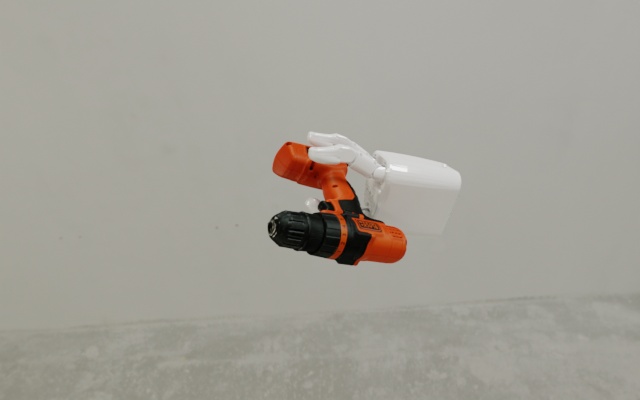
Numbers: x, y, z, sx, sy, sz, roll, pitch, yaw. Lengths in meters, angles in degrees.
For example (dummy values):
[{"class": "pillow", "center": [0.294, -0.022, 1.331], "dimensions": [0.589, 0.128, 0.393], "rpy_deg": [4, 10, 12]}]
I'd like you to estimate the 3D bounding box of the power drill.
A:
[{"class": "power drill", "center": [0.000, 0.002, 0.598], "dimensions": [0.184, 0.057, 0.187], "rpy_deg": [13, 33, -33]}]
